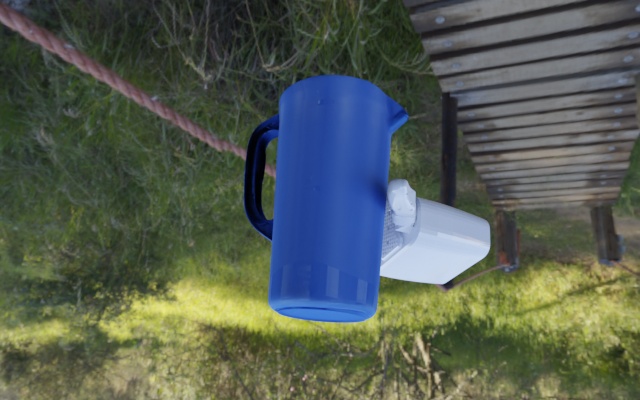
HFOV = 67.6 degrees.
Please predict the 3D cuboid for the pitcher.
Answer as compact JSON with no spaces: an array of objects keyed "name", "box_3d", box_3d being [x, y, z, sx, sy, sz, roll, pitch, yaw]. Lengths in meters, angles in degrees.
[{"name":"pitcher","box_3d":[0.000,0.002,0.516,0.145,0.242,0.149,14,-23,-23]}]
